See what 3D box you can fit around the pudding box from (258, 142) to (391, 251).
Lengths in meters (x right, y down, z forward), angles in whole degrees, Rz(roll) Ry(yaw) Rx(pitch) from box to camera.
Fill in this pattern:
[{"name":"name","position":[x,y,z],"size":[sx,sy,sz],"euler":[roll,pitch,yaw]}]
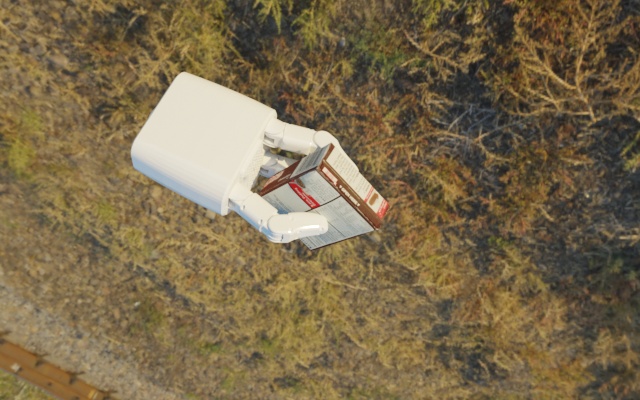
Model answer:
[{"name":"pudding box","position":[0.000,0.002,0.486],"size":[0.090,0.039,0.113],"euler":[44,-36,-18]}]
